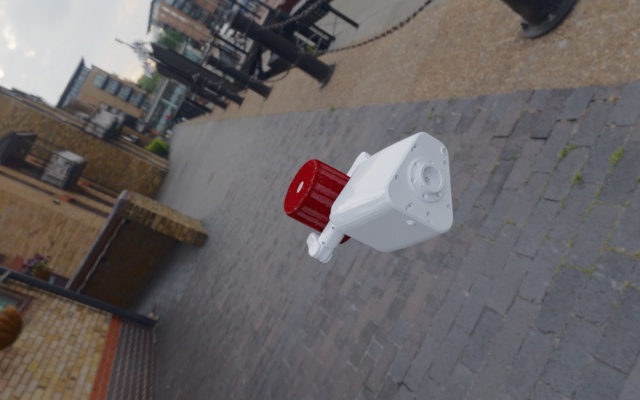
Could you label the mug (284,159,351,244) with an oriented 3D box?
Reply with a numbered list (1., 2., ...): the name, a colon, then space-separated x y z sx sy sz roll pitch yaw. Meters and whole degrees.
1. mug: -0.001 0.002 0.628 0.081 0.093 0.117 27 -29 -21
